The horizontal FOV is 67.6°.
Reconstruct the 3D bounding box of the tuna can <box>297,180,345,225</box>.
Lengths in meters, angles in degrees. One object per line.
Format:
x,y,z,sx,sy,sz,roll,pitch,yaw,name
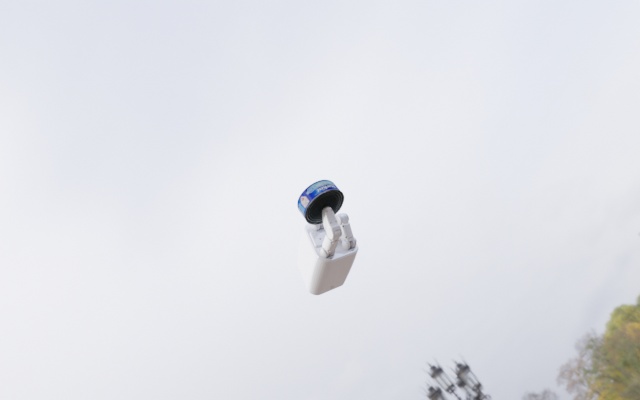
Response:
0.000,0.002,0.891,0.086,0.086,0.033,0,40,-43,tuna can
